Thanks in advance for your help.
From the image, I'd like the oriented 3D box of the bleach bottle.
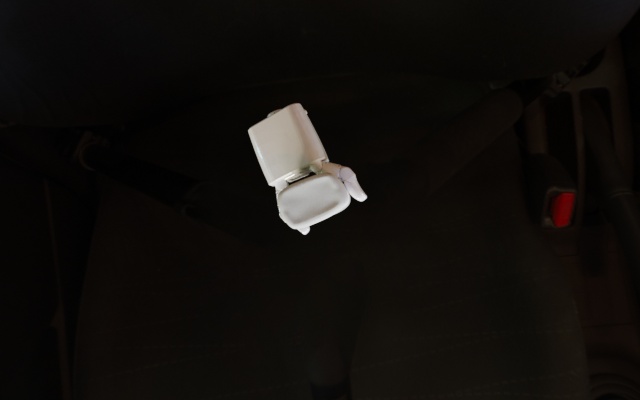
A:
[{"bbox_3d":[0.000,0.003,0.830,0.102,0.068,0.251,-23,-4,5],"label":"bleach bottle"}]
